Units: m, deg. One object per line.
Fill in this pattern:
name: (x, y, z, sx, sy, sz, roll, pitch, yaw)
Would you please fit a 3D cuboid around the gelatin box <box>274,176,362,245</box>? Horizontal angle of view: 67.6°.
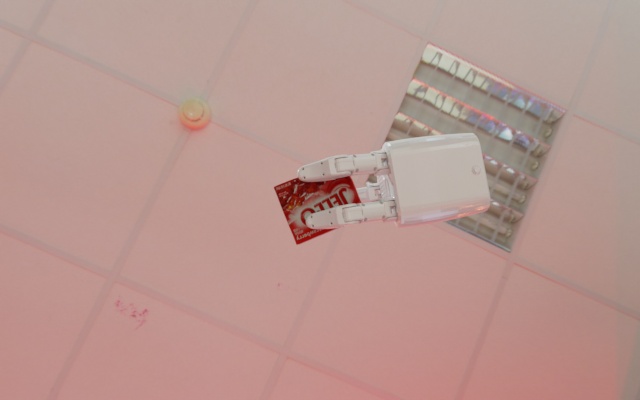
gelatin box: (0.000, 0.002, 0.558, 0.089, 0.073, 0.030, -22, -5, 1)
